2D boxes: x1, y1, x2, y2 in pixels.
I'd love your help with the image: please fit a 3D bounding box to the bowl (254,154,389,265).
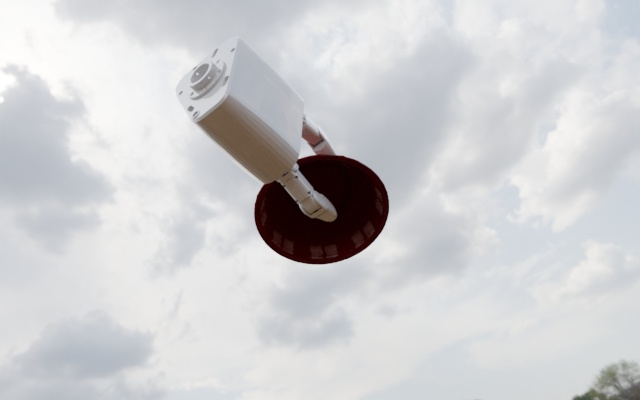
[{"bbox_3d":[0.001,0.003,0.588,0.162,0.162,0.055,0,34,-6],"label":"bowl"}]
